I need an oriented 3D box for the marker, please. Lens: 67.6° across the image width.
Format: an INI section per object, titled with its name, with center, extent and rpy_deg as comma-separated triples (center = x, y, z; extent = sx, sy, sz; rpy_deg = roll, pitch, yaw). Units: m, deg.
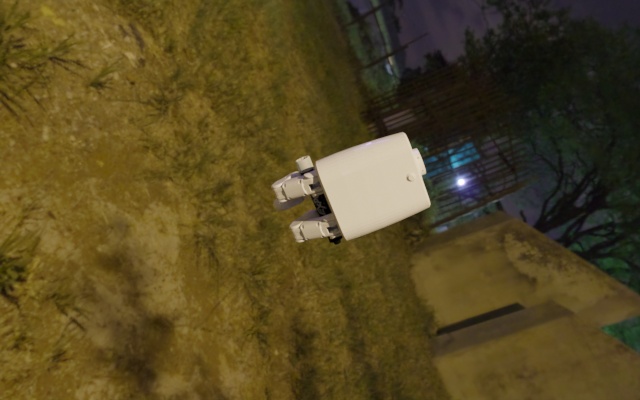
[marker]
center = 0.000, 0.002, 0.603
extent = 0.020, 0.121, 0.020
rpy_deg = -21, 16, 6
